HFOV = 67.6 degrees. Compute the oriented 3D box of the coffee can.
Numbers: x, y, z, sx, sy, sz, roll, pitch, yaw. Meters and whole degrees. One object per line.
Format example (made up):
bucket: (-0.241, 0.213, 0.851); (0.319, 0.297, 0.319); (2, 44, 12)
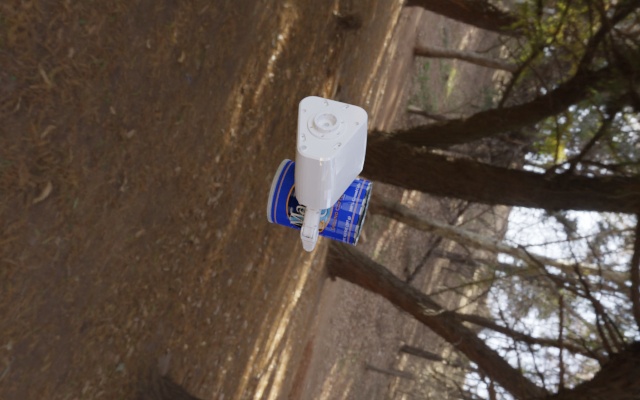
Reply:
coffee can: (0.000, 0.003, 0.740); (0.140, 0.103, 0.103); (15, 2, 8)
